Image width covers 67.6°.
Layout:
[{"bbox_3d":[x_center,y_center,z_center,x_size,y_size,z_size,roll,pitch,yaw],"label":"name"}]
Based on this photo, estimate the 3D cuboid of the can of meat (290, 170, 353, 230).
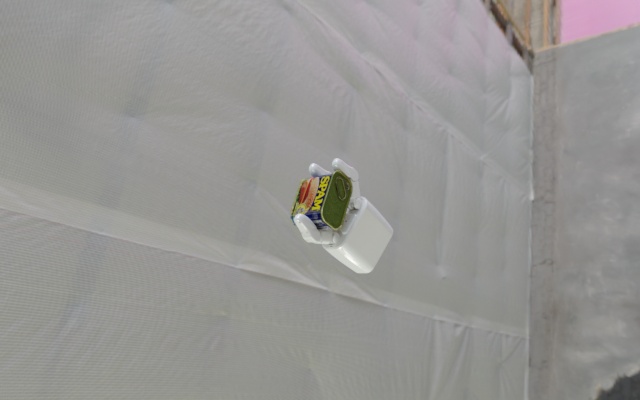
[{"bbox_3d":[0.000,0.003,0.846,0.084,0.102,0.057,-7,-35,42],"label":"can of meat"}]
